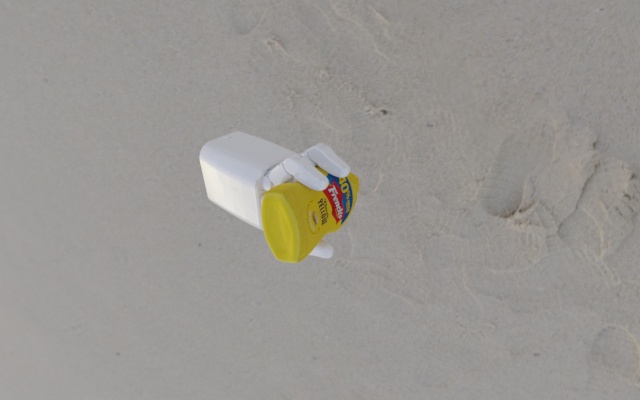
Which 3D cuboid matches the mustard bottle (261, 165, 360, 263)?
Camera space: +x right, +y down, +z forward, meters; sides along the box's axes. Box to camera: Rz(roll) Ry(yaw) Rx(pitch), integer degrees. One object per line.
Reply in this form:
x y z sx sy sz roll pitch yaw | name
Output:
0.000 0.002 0.648 0.058 0.096 0.191 1 21 34 | mustard bottle
